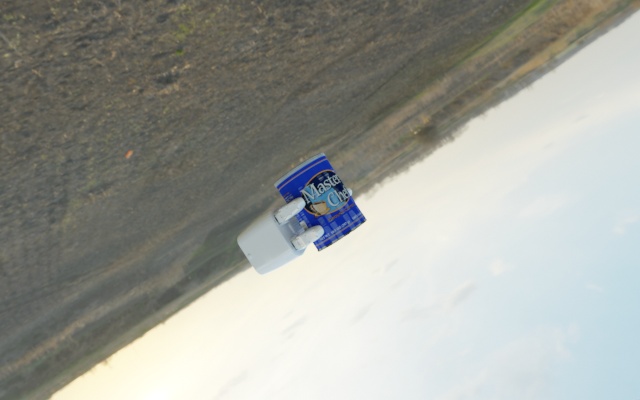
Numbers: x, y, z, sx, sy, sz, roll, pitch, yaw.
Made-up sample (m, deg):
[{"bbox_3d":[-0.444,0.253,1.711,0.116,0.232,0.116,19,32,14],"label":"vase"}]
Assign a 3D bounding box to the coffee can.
[{"bbox_3d":[0.000,0.002,0.828,0.103,0.140,0.103,-33,-1,-1],"label":"coffee can"}]
